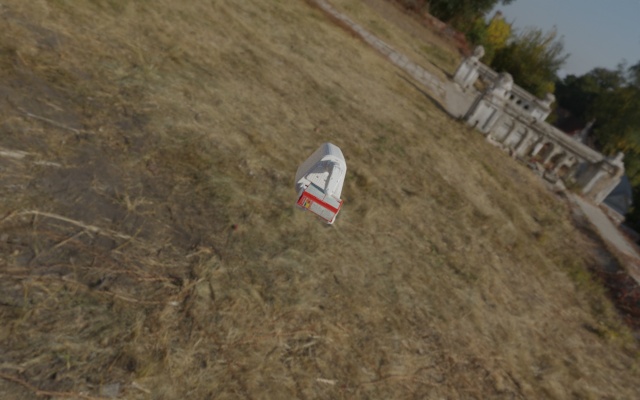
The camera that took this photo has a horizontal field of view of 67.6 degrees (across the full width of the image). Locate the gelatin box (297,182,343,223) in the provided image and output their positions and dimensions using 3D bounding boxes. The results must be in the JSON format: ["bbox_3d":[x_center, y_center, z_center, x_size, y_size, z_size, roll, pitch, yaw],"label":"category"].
[{"bbox_3d":[0.000,0.003,0.896,0.073,0.030,0.089,30,15,0],"label":"gelatin box"}]
